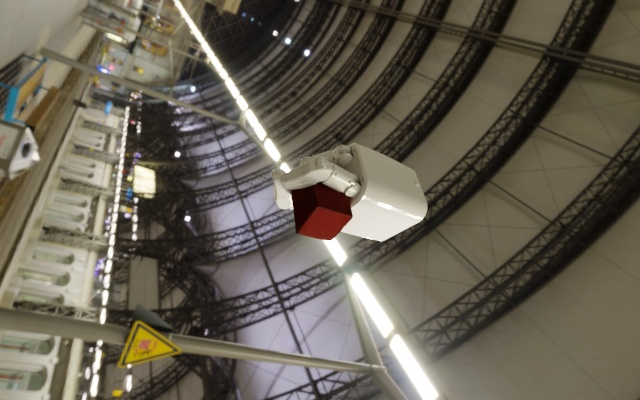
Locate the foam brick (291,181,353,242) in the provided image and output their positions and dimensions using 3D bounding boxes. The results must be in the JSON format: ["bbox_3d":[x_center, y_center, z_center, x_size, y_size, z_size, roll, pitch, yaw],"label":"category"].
[{"bbox_3d":[0.000,0.002,0.586,0.051,0.078,0.053,19,-50,-27],"label":"foam brick"}]
